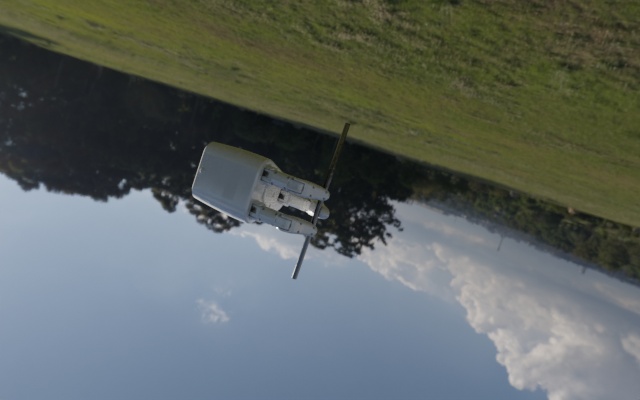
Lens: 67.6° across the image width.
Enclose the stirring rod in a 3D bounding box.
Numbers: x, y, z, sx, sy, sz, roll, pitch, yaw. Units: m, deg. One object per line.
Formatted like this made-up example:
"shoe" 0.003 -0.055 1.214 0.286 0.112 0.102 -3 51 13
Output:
"stirring rod" 0.000 0.002 0.697 0.011 0.239 0.011 19 5 -2
